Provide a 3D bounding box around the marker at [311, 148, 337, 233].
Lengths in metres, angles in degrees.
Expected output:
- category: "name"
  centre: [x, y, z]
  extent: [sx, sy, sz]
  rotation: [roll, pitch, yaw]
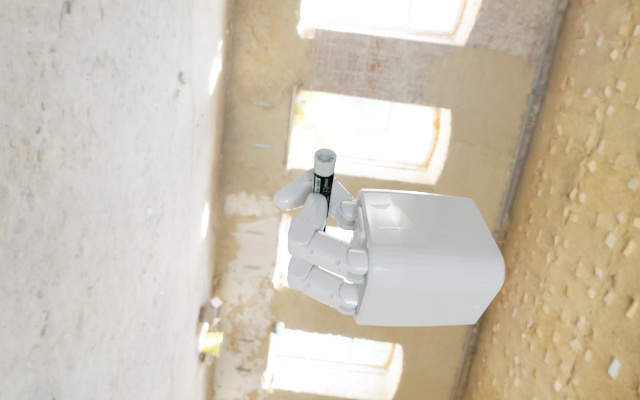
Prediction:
- category: "marker"
  centre: [0.000, 0.001, 0.429]
  extent: [0.020, 0.020, 0.121]
  rotation: [0, -38, -5]
